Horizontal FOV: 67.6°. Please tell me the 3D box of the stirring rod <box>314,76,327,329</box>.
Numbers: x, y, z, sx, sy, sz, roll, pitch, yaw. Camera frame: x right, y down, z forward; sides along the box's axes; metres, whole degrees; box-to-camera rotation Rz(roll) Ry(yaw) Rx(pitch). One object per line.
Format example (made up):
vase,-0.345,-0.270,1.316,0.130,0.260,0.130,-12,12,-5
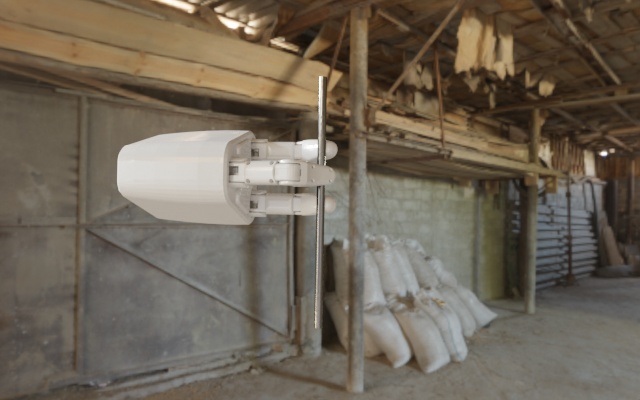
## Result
stirring rod,0.000,0.002,0.459,0.011,0.239,0.011,1,-1,0
